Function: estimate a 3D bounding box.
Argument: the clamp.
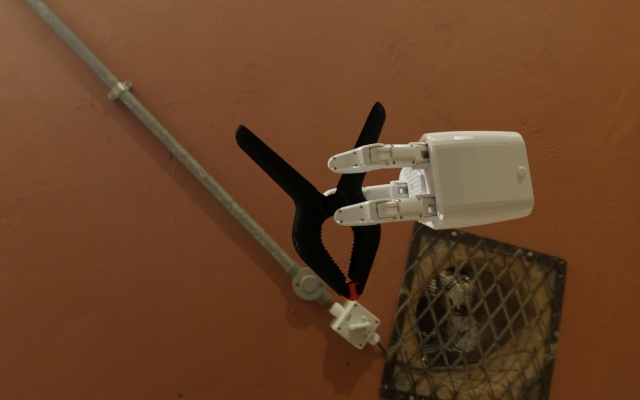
[{"bbox_3d":[0.000,0.002,0.504,0.164,0.210,0.036,-5,-6,-9],"label":"clamp"}]
